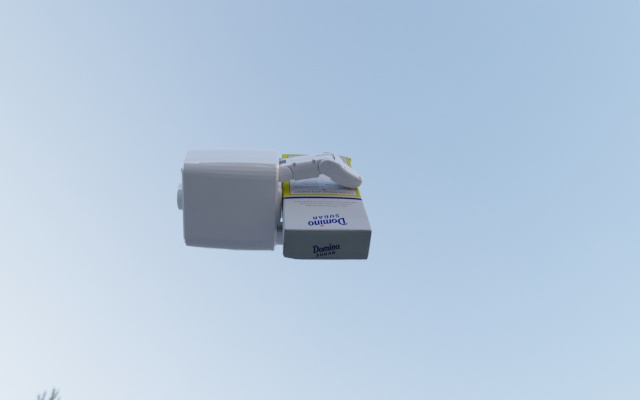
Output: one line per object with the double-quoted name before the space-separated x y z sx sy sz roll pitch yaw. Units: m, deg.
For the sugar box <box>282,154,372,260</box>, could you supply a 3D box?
"sugar box" 0.000 0.002 0.566 0.093 0.048 0.176 1 33 -5
